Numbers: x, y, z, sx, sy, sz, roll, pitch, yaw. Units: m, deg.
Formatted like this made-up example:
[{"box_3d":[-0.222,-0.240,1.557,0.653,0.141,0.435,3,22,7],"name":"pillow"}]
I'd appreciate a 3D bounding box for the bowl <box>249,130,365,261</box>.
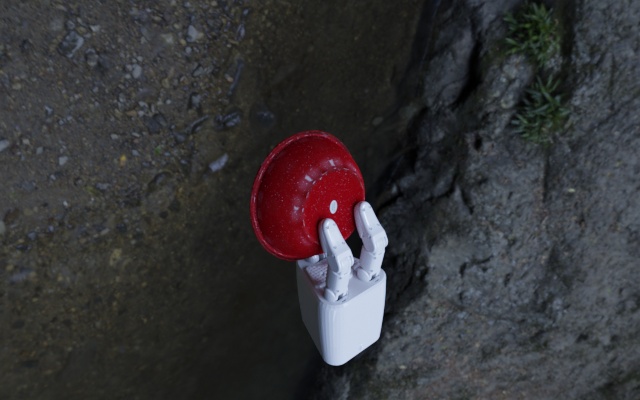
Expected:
[{"box_3d":[0.000,0.001,0.557,0.162,0.162,0.055,0,14,-40],"name":"bowl"}]
